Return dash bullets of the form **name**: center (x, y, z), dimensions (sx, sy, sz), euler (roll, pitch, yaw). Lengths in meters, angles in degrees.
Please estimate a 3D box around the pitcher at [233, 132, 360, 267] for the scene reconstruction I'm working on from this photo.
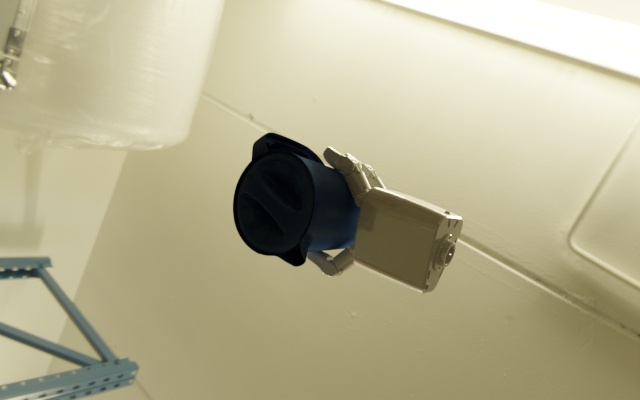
- **pitcher**: center (0.000, 0.002, 0.686), dimensions (0.145, 0.149, 0.243), euler (21, 7, 33)
